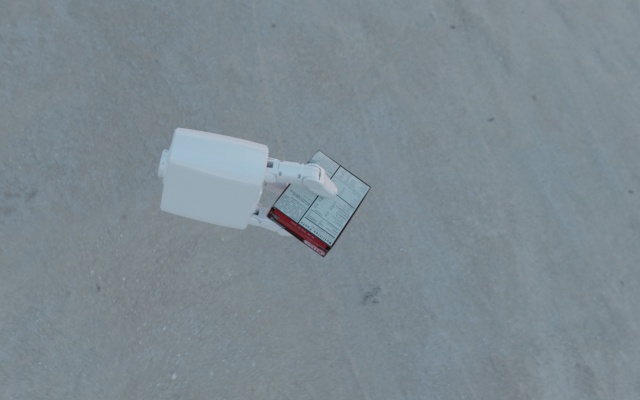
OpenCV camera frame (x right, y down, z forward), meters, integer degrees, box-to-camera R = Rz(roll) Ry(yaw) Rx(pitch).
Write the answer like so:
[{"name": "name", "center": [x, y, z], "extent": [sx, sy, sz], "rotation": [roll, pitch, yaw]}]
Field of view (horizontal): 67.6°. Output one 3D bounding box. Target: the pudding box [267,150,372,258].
[{"name": "pudding box", "center": [0.000, 0.002, 0.608], "extent": [0.090, 0.113, 0.039], "rotation": [36, -30, 0]}]
